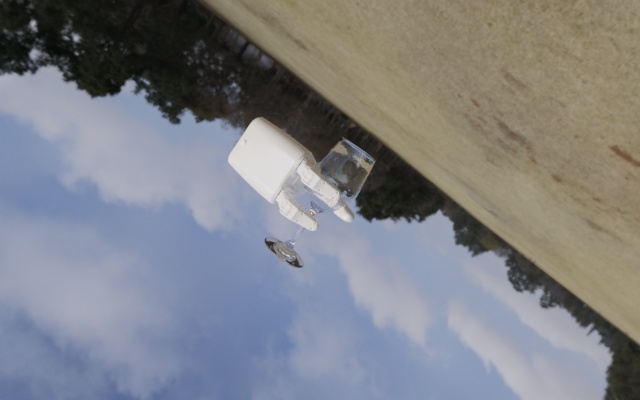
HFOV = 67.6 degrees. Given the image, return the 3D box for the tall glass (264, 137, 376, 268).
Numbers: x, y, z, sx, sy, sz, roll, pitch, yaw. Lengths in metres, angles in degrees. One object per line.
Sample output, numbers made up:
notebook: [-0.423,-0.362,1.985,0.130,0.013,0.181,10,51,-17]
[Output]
tall glass: [0.000,0.003,0.728,0.079,0.201,0.079,35,11,-8]
